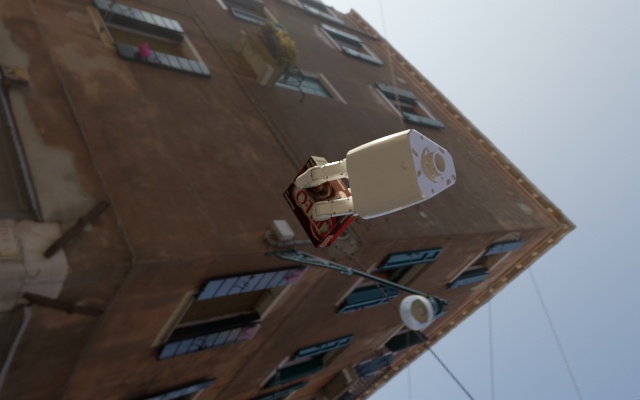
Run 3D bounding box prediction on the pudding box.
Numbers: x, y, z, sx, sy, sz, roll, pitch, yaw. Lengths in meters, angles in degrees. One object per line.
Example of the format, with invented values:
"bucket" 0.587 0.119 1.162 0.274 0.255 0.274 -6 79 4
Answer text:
"pudding box" 0.000 0.002 0.732 0.039 0.113 0.090 1 -42 -46
